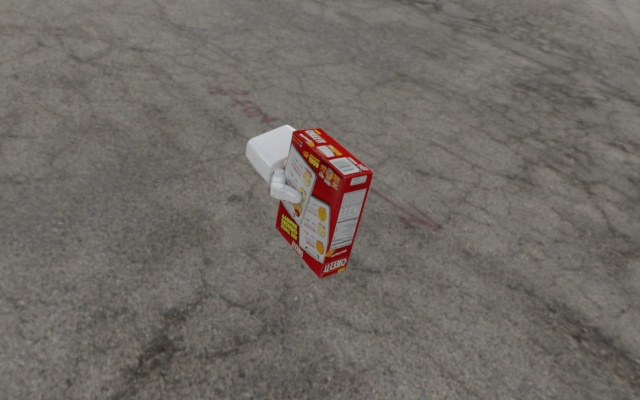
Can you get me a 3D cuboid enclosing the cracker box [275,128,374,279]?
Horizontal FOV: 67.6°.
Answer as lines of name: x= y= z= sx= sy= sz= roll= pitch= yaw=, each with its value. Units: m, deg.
cracker box: x=0.000 y=0.003 z=0.853 sx=0.072 sy=0.214 sz=0.164 roll=-12 pitch=40 yaw=-33
